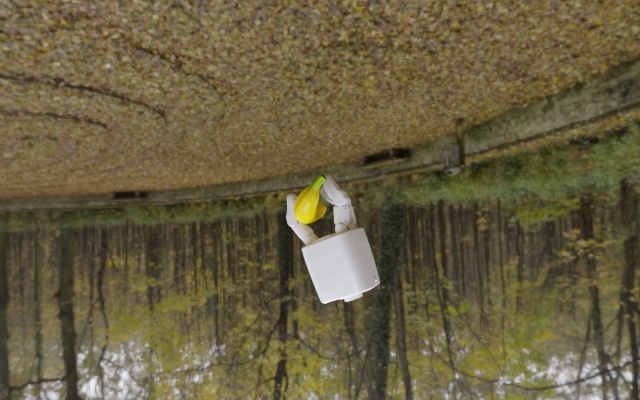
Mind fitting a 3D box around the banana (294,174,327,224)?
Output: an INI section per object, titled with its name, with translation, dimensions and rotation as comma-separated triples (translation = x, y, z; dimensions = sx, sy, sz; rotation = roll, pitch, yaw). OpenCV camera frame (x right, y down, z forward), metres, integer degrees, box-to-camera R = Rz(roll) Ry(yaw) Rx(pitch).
[banana]
translation = -0.015, 0.012, 0.837
dimensions = 0.069, 0.037, 0.198
rotation = -33, -11, -8
